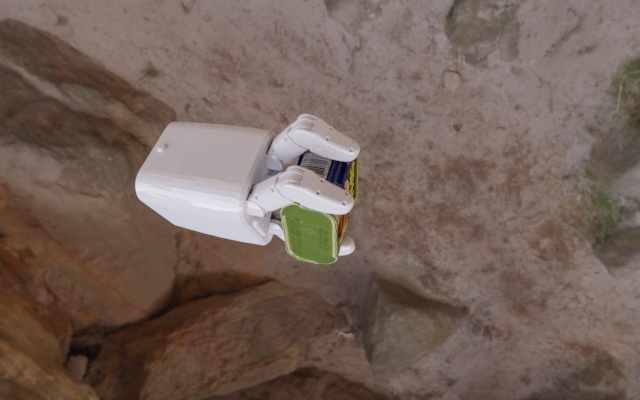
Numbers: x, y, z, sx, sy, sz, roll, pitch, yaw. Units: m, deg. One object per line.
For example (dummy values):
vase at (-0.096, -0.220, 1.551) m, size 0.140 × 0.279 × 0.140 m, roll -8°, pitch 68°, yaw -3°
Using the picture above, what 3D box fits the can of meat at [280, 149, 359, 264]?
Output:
can of meat at (0.000, 0.002, 0.456) m, size 0.057 × 0.084 × 0.102 m, roll 10°, pitch -35°, yaw 10°
